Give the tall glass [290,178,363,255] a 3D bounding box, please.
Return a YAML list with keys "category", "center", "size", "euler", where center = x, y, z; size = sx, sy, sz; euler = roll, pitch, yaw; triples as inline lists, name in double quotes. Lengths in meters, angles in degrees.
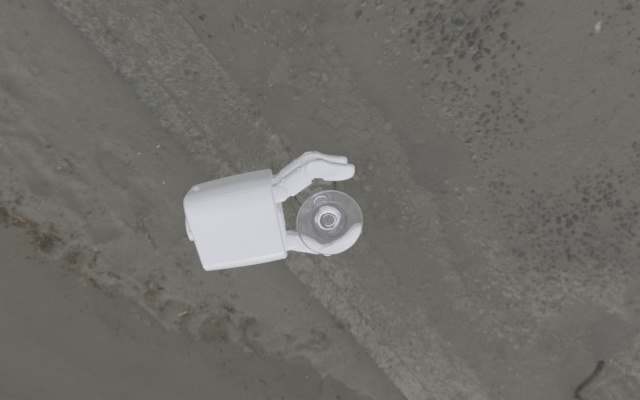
- category: "tall glass"
  center: [0.000, 0.002, 0.622]
  size: [0.079, 0.079, 0.201]
  euler: [0, 14, -6]
